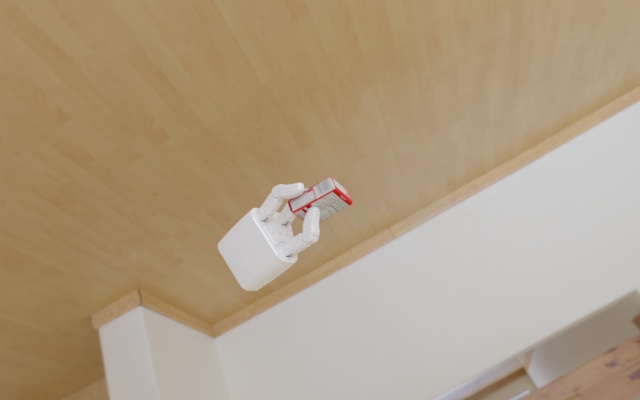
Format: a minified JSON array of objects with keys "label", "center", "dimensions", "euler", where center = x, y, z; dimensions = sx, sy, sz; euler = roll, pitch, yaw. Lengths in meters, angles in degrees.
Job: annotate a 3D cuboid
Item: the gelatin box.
[{"label":"gelatin box","center":[0.001,0.003,0.817],"dimensions":[0.089,0.030,0.073],"euler":[-29,-31,15]}]
